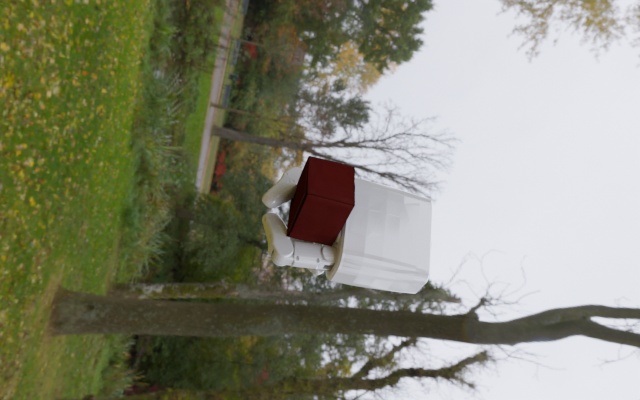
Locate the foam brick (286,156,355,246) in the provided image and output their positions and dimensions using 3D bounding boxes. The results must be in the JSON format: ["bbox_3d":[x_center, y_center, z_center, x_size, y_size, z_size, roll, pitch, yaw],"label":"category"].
[{"bbox_3d":[0.000,0.002,0.495,0.051,0.053,0.078,13,-40,-11],"label":"foam brick"}]
